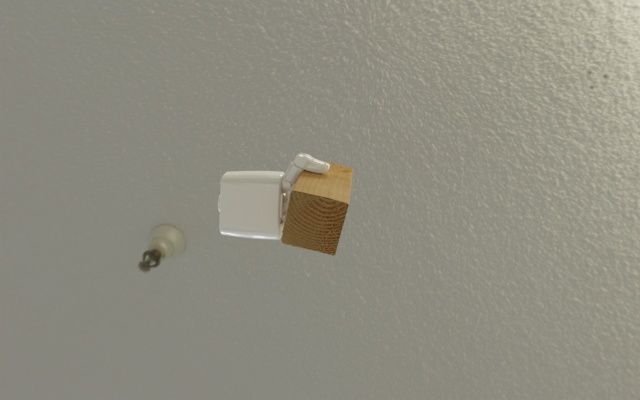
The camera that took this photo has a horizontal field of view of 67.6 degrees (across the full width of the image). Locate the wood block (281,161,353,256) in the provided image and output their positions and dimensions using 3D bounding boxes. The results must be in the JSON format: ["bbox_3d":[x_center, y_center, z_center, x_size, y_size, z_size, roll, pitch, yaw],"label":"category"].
[{"bbox_3d":[0.000,0.002,0.814,0.090,0.091,0.206,13,20,1],"label":"wood block"}]
